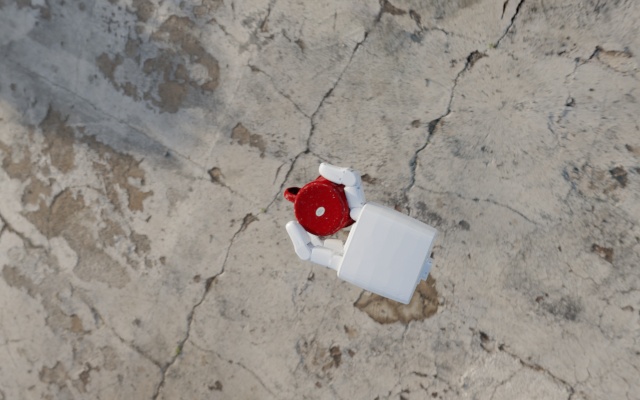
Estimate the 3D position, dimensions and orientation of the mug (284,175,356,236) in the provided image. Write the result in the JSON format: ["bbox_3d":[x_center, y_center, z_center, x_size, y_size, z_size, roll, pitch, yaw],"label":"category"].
[{"bbox_3d":[-0.001,0.002,0.718,0.117,0.093,0.081,20,16,15],"label":"mug"}]
